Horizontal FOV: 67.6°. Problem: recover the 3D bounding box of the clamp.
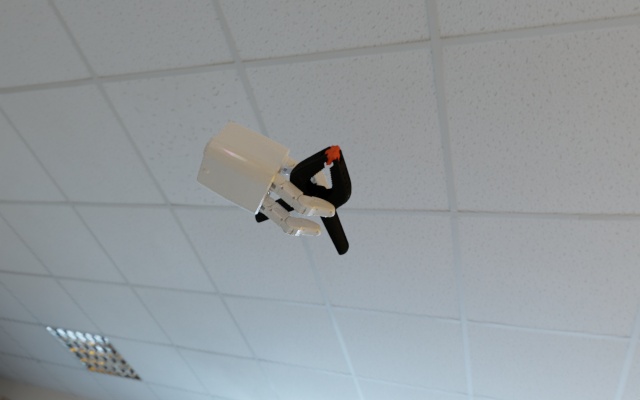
[{"bbox_3d":[0.000,0.001,0.734,0.164,0.036,0.210,26,-43,-6],"label":"clamp"}]
